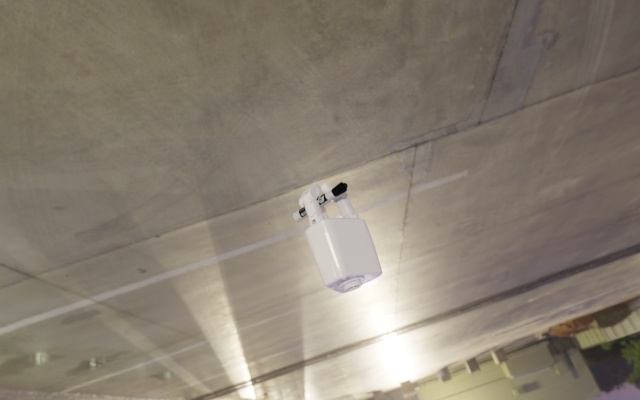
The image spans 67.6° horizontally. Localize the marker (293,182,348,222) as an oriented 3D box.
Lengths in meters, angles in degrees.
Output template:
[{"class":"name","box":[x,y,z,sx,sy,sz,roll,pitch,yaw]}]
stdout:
[{"class":"marker","box":[0.000,0.003,0.846,0.121,0.020,0.020,-33,-17,28]}]
